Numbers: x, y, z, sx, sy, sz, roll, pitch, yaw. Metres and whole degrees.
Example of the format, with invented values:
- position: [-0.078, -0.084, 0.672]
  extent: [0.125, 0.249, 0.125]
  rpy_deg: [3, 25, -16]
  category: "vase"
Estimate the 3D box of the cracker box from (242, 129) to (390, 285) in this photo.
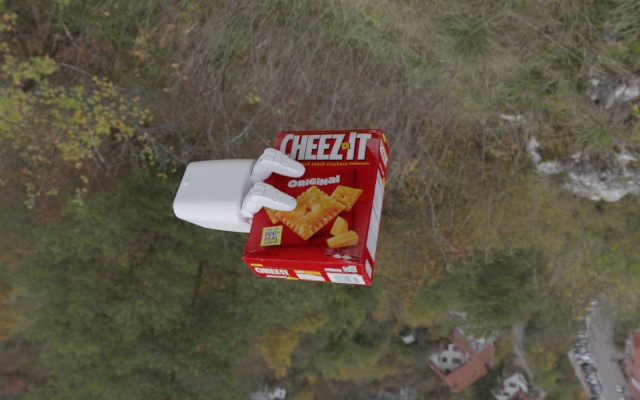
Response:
- position: [0.000, 0.002, 0.666]
  extent: [0.164, 0.213, 0.072]
  rpy_deg: [2, -30, 18]
  category: "cracker box"
